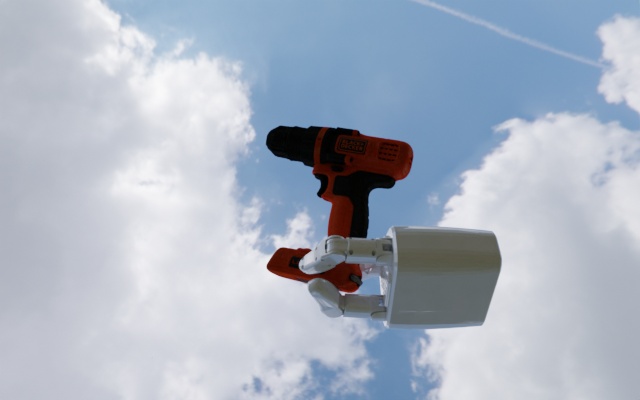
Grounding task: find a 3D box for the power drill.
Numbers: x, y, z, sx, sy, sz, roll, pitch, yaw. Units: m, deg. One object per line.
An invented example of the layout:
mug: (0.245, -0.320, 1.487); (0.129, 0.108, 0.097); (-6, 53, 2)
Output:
power drill: (0.000, 0.002, 0.555); (0.184, 0.187, 0.057); (11, -14, 21)
